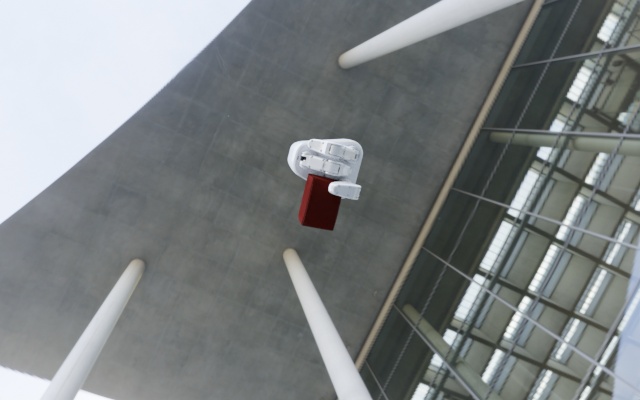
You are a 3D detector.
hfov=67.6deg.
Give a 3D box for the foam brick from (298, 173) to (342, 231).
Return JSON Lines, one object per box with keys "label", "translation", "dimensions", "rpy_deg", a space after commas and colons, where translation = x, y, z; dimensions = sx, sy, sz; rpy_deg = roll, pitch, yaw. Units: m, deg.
{"label": "foam brick", "translation": [0.000, 0.003, 0.759], "dimensions": [0.053, 0.078, 0.051], "rpy_deg": [13, 7, -13]}
